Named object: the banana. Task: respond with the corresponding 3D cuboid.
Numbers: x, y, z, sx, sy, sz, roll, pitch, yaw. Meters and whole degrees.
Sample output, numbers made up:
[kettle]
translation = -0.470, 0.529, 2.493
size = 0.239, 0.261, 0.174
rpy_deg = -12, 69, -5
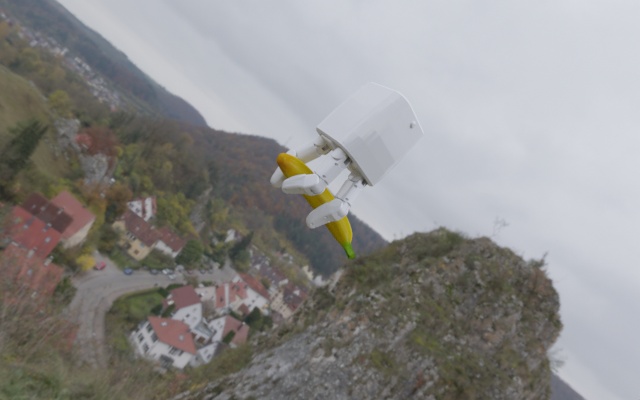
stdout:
[banana]
translation = -0.002, -0.002, 0.701
size = 0.037, 0.198, 0.069
rpy_deg = -36, 25, 3
